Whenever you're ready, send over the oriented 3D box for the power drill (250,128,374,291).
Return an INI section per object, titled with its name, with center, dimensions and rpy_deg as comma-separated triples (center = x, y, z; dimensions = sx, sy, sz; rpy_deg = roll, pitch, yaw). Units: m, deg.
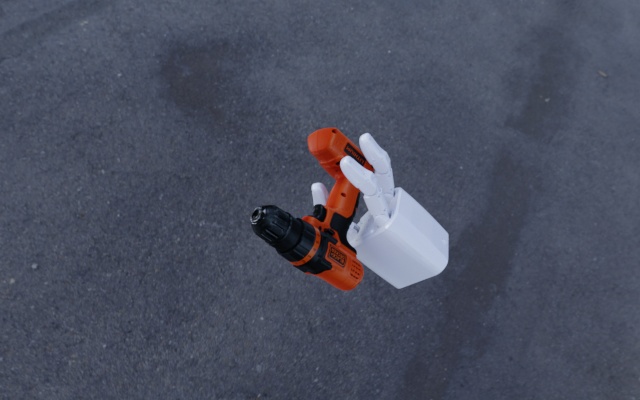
[power drill]
center = 0.000, 0.002, 0.616
dimensions = 0.057, 0.187, 0.184
rpy_deg = -10, -36, 40
